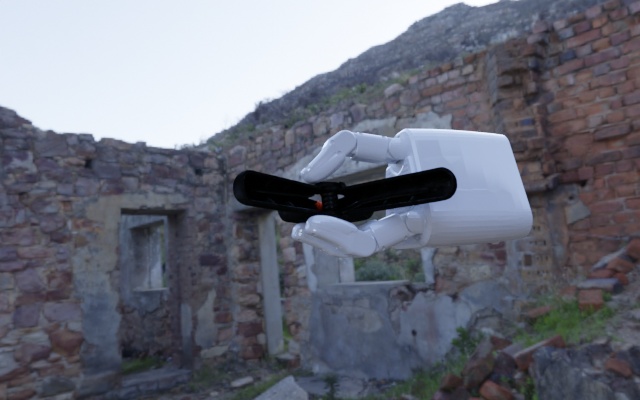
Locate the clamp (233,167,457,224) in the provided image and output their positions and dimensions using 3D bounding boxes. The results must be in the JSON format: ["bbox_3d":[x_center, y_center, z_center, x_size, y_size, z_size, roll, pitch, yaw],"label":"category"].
[{"bbox_3d":[0.000,0.001,0.430,0.164,0.036,0.210,1,-8,-14],"label":"clamp"}]
